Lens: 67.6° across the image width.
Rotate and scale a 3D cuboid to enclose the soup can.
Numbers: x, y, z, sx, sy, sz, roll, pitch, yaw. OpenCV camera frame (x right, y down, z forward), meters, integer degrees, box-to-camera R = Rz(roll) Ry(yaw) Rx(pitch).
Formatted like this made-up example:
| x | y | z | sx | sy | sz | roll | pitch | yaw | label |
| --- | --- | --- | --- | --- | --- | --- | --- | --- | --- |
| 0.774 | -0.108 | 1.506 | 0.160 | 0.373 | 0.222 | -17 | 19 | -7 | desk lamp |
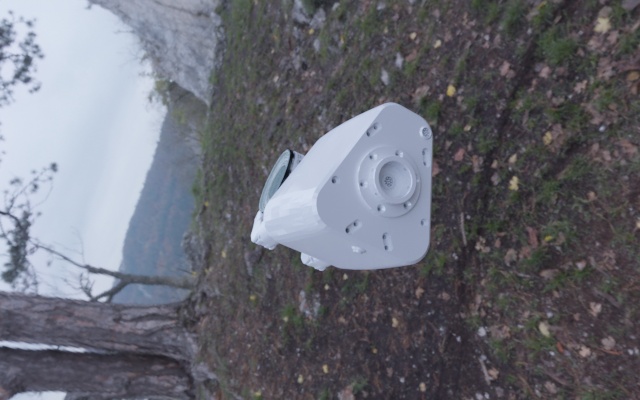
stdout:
| x | y | z | sx | sy | sz | roll | pitch | yaw | label |
| --- | --- | --- | --- | --- | --- | --- | --- | --- | --- |
| 0.000 | 0.001 | 0.464 | 0.102 | 0.068 | 0.068 | 25 | -8 | -17 | soup can |
